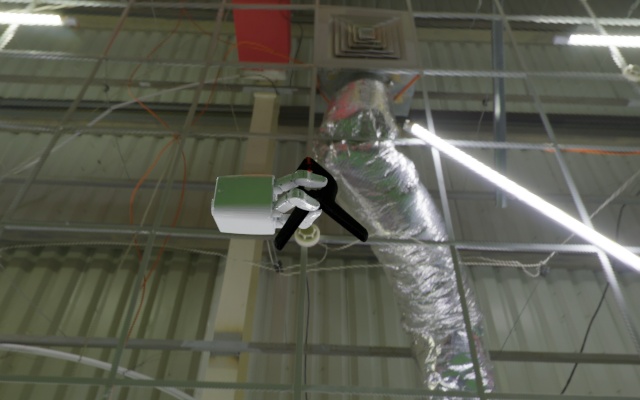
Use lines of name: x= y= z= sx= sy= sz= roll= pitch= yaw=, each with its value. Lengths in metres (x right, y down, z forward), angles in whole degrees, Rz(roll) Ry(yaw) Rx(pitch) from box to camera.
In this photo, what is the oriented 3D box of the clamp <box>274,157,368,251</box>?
clamp: x=0.000 y=0.003 z=0.886 sx=0.164 sy=0.209 sz=0.036 roll=1 pitch=-40 yaw=-3
